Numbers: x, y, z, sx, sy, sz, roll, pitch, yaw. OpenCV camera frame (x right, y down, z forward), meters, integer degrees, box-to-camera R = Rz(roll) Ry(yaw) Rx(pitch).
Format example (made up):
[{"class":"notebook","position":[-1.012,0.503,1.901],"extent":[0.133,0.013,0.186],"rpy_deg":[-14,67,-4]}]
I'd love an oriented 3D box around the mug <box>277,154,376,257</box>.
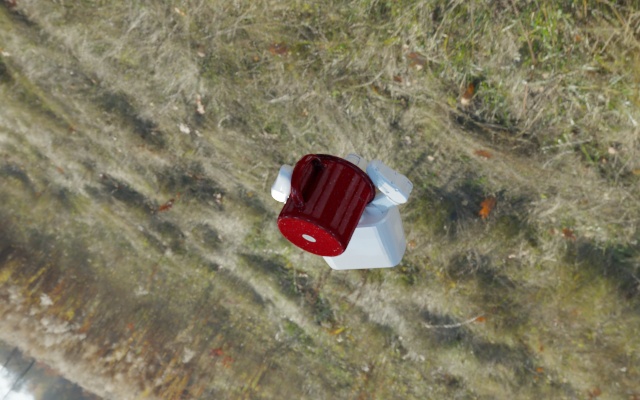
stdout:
[{"class":"mug","position":[0.000,0.001,0.518],"extent":[0.093,0.081,0.117],"rpy_deg":[8,-33,29]}]
